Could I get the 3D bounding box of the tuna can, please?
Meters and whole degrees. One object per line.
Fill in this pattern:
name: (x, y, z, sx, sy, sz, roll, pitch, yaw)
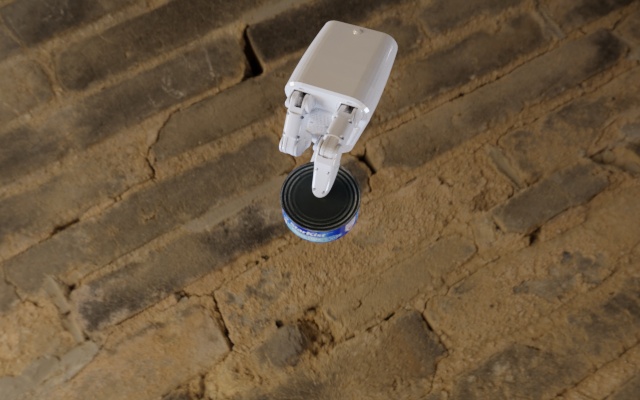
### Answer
tuna can: (0.000, 0.002, 0.516, 0.086, 0.086, 0.034, 0, -29, 0)
